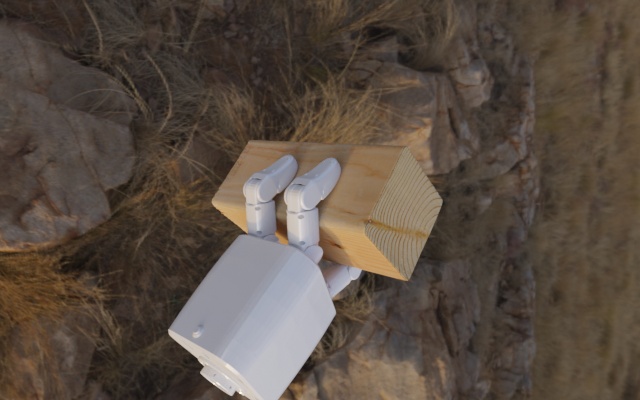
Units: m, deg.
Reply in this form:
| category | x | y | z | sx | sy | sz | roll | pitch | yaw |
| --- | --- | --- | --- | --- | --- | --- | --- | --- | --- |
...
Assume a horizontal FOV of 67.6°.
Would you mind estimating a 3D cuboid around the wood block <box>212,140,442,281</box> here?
| category | x | y | z | sx | sy | sz | roll | pitch | yaw |
| --- | --- | --- | --- | --- | --- | --- | --- | --- | --- |
| wood block | 0.000 | 0.002 | 0.481 | 0.206 | 0.090 | 0.091 | 9 | -28 | 42 |
